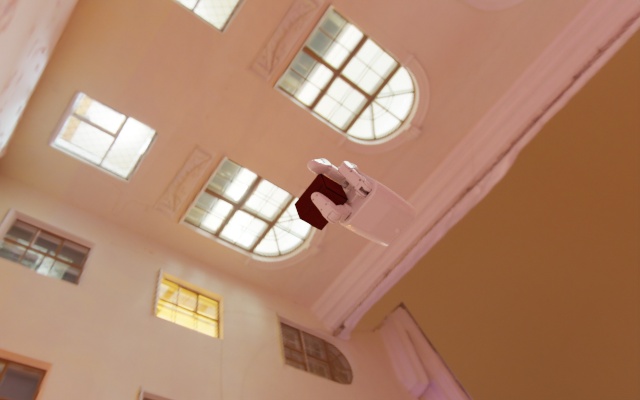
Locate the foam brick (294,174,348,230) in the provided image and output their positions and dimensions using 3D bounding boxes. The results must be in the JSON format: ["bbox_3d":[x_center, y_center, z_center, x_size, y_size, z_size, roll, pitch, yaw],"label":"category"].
[{"bbox_3d":[0.000,0.003,0.837,0.051,0.078,0.053,30,22,-29],"label":"foam brick"}]
